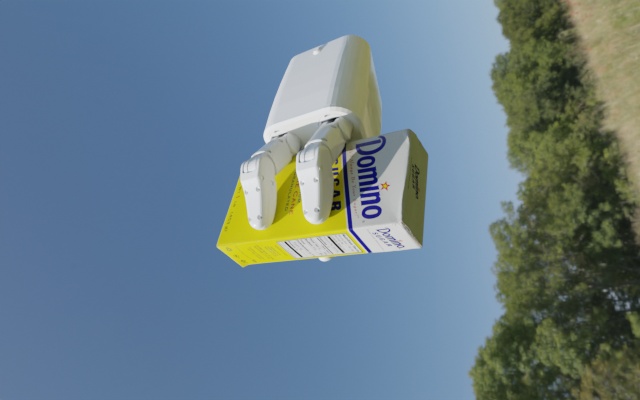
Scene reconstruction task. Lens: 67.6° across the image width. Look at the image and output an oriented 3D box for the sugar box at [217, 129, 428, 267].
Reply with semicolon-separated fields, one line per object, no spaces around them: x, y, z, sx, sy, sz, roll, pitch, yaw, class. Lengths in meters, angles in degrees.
0.000;0.001;0.409;0.176;0.093;0.048;-12;-39;32;sugar box
